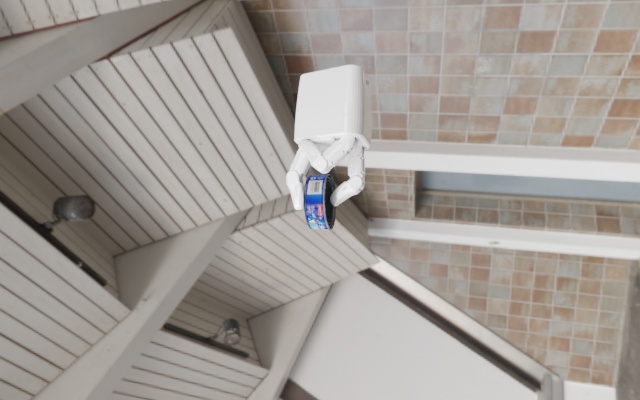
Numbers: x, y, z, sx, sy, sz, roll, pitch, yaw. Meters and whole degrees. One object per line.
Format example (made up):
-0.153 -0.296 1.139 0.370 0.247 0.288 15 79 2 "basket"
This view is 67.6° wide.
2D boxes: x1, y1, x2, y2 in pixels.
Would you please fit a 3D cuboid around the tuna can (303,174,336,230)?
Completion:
0.000 0.002 0.738 0.034 0.086 0.086 -1 0 13 "tuna can"
